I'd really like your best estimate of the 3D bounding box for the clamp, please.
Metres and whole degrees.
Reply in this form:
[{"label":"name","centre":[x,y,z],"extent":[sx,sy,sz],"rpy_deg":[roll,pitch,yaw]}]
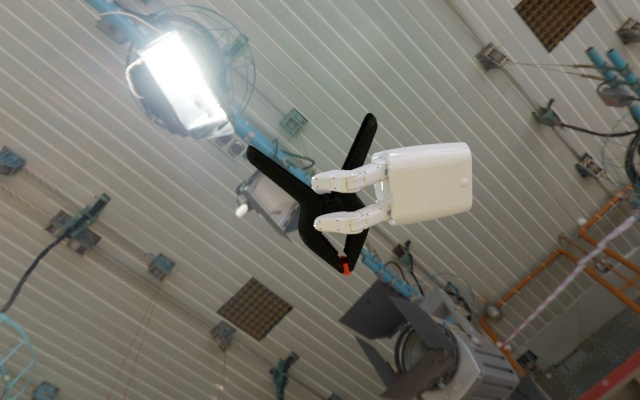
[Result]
[{"label":"clamp","centre":[0.000,0.002,0.615],"extent":[0.164,0.210,0.036],"rpy_deg":[-9,20,-3]}]
